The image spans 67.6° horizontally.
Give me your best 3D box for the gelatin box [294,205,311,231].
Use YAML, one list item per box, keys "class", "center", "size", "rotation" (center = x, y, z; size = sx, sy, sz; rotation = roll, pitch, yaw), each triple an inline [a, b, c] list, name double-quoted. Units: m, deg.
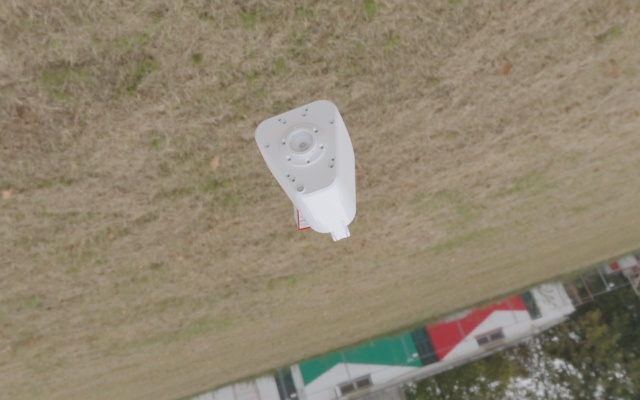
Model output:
- class: "gelatin box"
  center: [0.000, 0.003, 0.656]
  size: [0.073, 0.030, 0.089]
  rotation: [-14, -29, -8]
